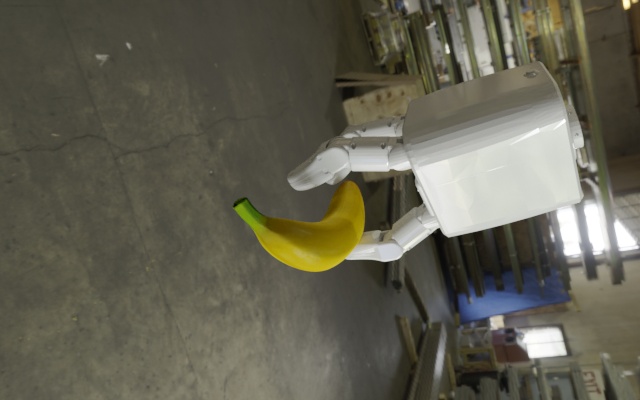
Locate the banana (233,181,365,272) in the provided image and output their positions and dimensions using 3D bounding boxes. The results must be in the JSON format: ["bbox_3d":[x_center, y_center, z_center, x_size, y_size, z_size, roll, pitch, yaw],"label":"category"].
[{"bbox_3d":[0.005,0.019,0.397,0.037,0.069,0.198,-20,-4,24],"label":"banana"}]
